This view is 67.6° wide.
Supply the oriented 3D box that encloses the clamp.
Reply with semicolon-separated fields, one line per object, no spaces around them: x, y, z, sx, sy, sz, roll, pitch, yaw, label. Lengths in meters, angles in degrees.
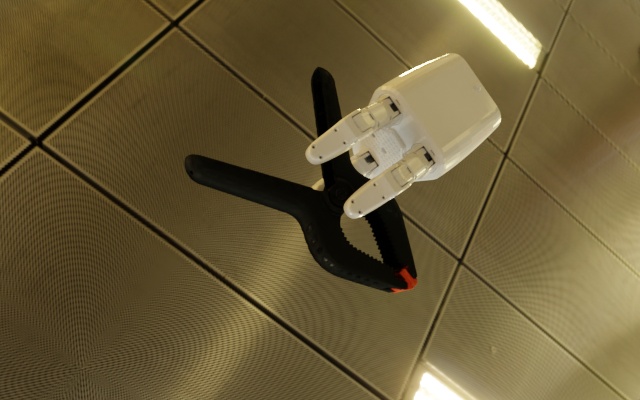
0.000;0.002;0.408;0.164;0.210;0.036;-34;-1;-28;clamp
